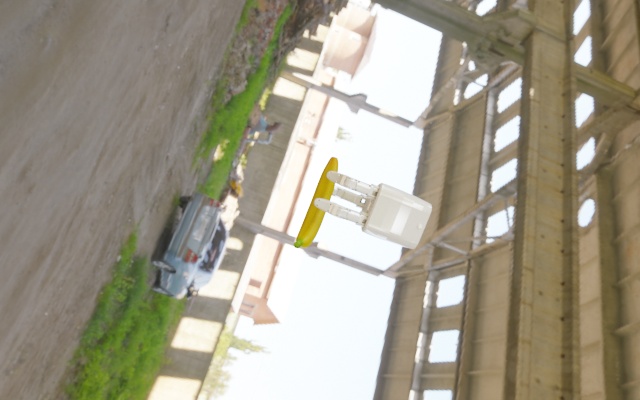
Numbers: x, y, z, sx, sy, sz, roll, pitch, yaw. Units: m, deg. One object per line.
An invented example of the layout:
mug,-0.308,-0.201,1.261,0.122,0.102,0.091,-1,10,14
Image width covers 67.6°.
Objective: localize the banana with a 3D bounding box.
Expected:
banana,-0.004,0.012,0.911,0.037,0.197,0.070,22,-21,-2
